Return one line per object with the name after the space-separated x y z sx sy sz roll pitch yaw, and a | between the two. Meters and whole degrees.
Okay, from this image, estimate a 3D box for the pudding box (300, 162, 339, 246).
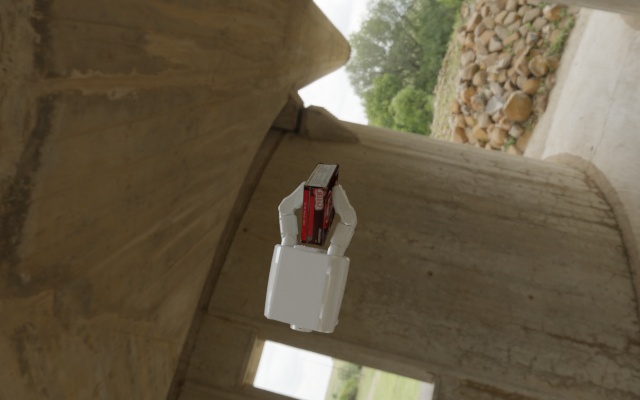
0.000 0.002 0.704 0.039 0.090 0.113 7 23 6 | pudding box
